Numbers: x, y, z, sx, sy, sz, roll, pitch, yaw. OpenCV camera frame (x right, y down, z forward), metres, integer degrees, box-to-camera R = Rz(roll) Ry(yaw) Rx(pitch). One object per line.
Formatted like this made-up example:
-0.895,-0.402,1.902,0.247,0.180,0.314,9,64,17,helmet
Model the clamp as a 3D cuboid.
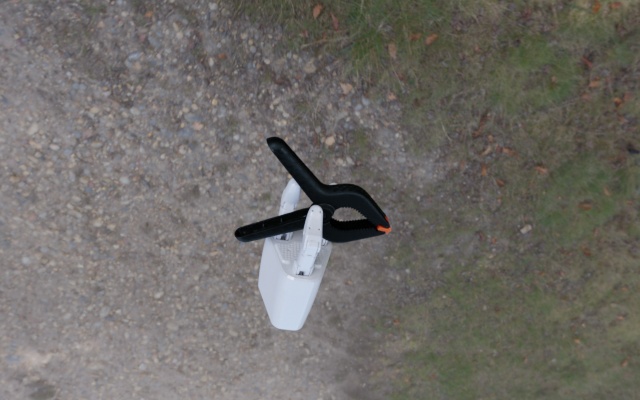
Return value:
0.001,0.003,0.640,0.210,0.165,0.036,9,34,-11,clamp
